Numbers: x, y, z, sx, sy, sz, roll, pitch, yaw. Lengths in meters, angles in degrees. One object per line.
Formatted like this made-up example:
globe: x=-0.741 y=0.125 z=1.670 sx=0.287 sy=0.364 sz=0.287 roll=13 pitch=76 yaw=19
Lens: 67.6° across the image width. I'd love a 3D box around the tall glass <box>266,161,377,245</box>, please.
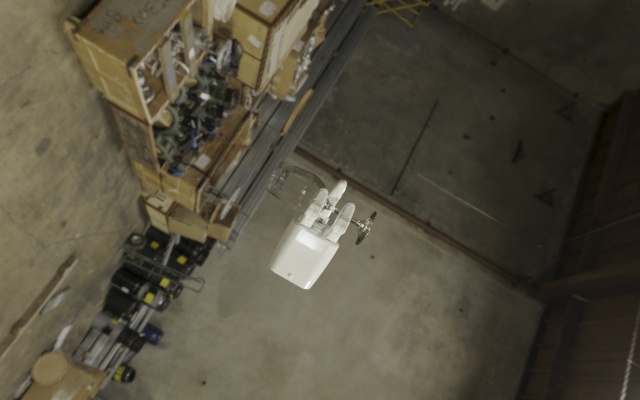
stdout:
tall glass: x=0.001 y=0.003 z=0.891 sx=0.201 sy=0.079 sz=0.079 roll=30 pitch=-2 yaw=-3
